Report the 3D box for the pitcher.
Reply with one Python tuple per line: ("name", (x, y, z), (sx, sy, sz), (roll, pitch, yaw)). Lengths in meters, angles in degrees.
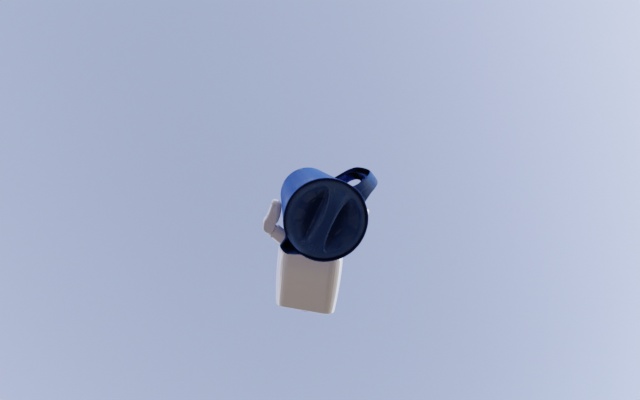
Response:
("pitcher", (0.000, 0.003, 0.841), (0.149, 0.145, 0.242), (5, 11, -10))
